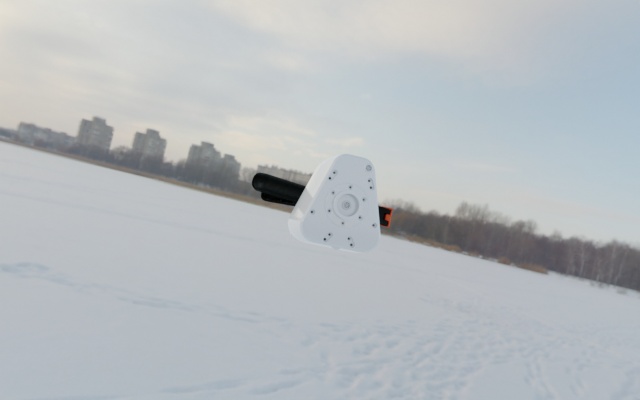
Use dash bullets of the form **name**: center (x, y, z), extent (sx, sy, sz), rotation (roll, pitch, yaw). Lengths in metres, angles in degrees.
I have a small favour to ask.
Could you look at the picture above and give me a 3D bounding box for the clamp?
- **clamp**: center (0.001, 0.002, 0.711), extent (0.210, 0.036, 0.164), rotation (14, -5, -8)
